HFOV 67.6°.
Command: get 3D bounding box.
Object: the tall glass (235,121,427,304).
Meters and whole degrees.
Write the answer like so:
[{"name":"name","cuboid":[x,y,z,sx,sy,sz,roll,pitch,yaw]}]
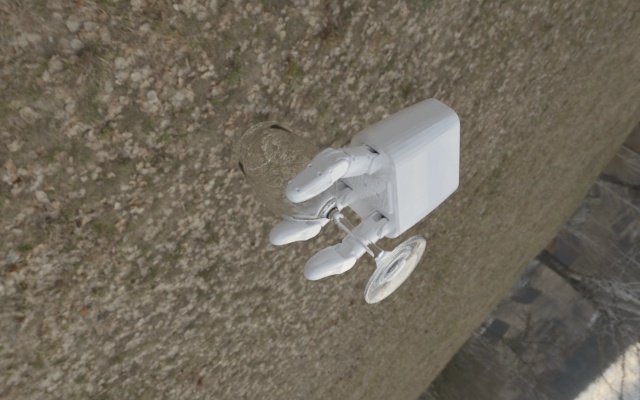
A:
[{"name":"tall glass","cuboid":[0.000,0.002,0.452,0.201,0.079,0.079,42,23,29]}]
